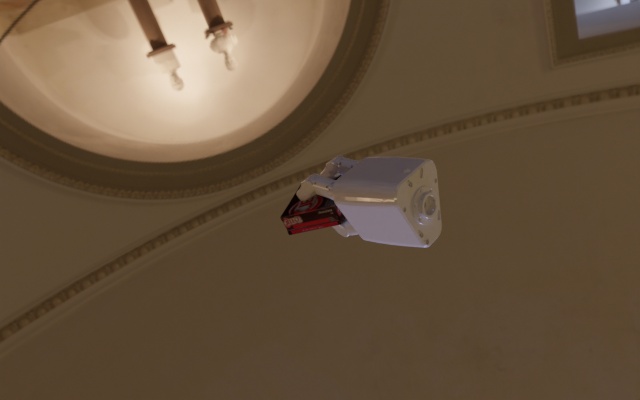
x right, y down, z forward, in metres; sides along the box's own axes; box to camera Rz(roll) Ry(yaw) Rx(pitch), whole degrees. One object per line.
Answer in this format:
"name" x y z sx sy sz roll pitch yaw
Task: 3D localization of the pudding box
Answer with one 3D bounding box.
"pudding box" 0.000 0.003 0.727 0.090 0.039 0.113 -12 24 23
